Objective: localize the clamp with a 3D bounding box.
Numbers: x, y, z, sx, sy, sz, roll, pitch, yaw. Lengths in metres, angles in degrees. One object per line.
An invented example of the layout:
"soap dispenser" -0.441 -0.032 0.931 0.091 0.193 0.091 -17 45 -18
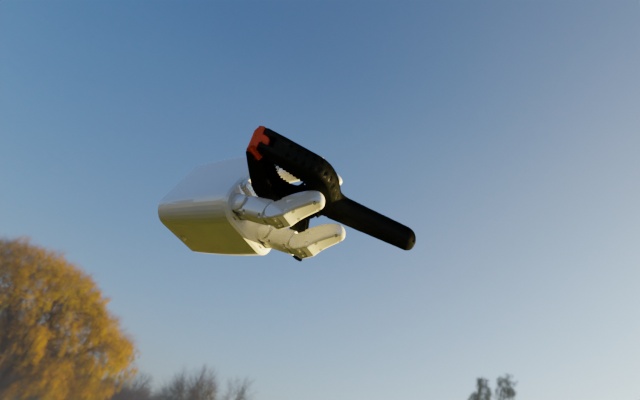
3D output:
"clamp" 0.000 0.001 0.508 0.164 0.036 0.210 -6 -41 27
